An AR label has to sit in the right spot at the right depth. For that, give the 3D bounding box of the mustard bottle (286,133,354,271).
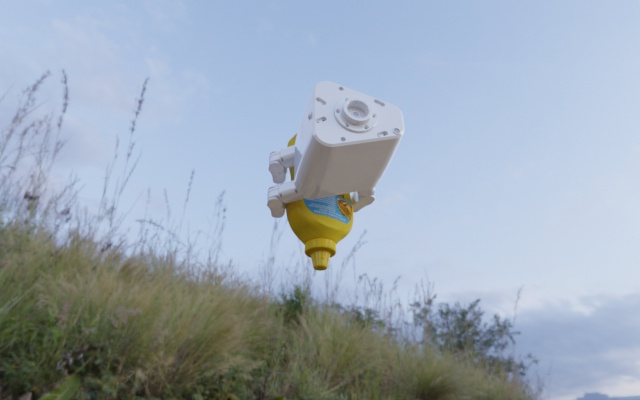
[{"bbox_3d":[0.000,0.002,0.645,0.096,0.191,0.058,19,-35,-31],"label":"mustard bottle"}]
